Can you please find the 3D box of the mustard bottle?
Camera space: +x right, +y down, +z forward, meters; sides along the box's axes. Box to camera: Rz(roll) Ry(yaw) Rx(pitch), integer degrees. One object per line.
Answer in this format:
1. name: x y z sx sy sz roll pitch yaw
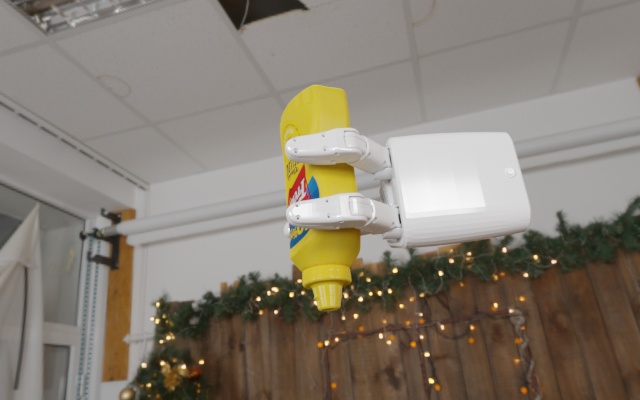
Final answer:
1. mustard bottle: 0.000 0.001 0.427 0.058 0.191 0.096 4 -24 -23
